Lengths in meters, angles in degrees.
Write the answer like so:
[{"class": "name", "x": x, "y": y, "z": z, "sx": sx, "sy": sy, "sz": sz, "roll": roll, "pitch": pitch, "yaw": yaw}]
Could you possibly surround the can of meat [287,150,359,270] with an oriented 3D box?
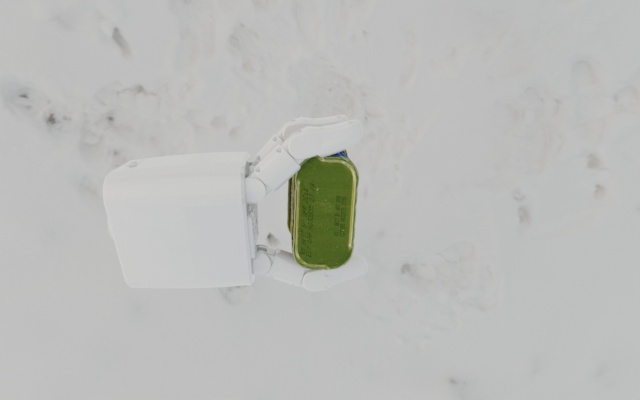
[{"class": "can of meat", "x": 0.000, "y": 0.002, "z": 0.423, "sx": 0.057, "sy": 0.102, "sz": 0.084, "roll": 1, "pitch": 14, "yaw": -5}]
